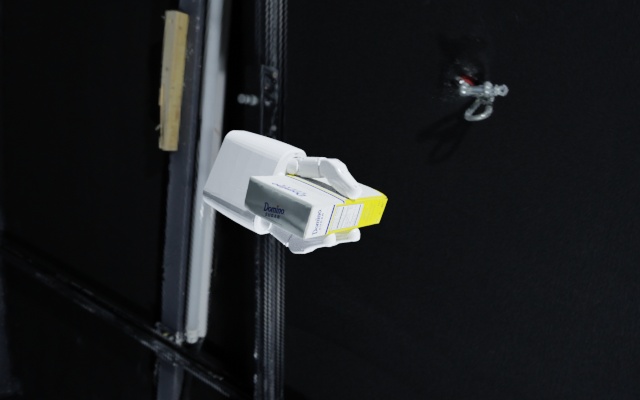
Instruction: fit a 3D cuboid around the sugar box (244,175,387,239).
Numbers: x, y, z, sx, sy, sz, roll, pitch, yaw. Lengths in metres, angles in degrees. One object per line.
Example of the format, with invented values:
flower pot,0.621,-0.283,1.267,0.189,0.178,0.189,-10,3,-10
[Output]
sugar box,0.000,0.002,0.581,0.093,0.048,0.176,25,19,30
